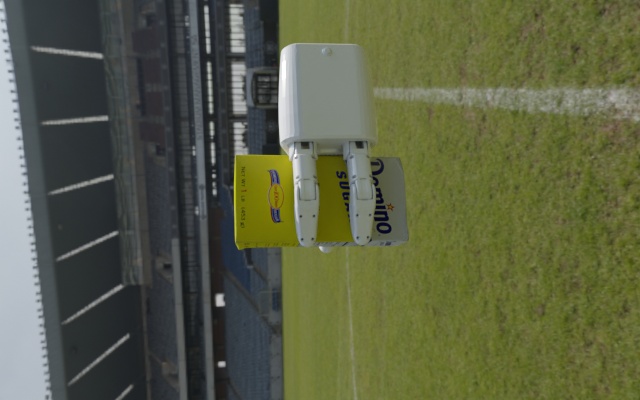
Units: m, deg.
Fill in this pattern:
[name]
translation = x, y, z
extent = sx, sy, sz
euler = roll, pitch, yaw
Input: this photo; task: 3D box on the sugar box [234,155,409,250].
[sugar box]
translation = 0.000, 0.001, 0.498
extent = 0.176, 0.093, 0.048
euler = -1, -13, -7
